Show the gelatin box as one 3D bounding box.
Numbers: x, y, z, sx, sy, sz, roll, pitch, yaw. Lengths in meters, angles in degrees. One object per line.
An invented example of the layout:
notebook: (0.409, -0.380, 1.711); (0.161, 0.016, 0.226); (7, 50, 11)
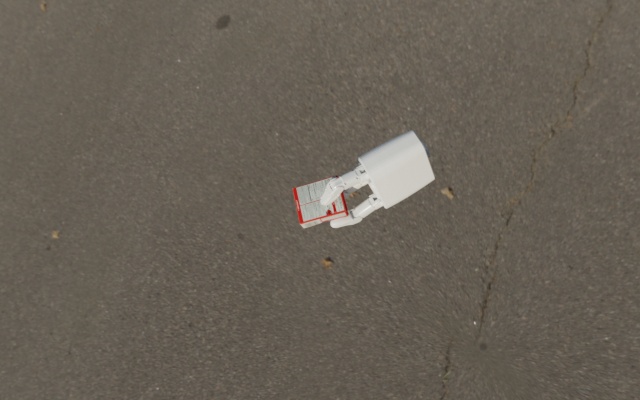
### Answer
gelatin box: (0.000, 0.003, 0.866); (0.089, 0.073, 0.030); (-16, -23, 6)
